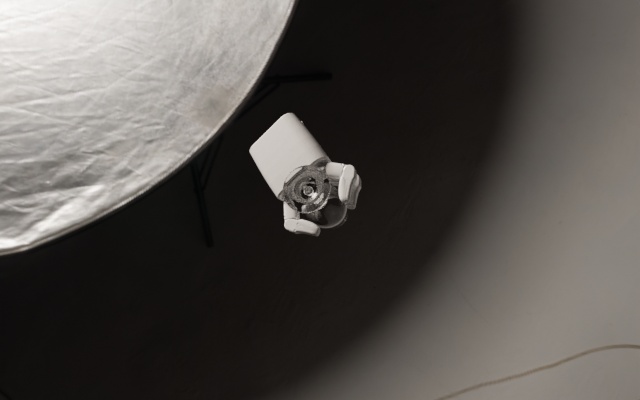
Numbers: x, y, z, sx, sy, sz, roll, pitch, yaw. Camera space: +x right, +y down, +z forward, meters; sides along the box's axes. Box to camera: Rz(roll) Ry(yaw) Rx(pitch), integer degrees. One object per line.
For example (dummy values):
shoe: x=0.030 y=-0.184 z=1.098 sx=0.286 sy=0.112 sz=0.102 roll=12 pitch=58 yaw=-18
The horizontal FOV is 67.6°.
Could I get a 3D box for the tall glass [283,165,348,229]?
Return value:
tall glass: x=0.000 y=0.003 z=0.807 sx=0.079 sy=0.079 sz=0.201 roll=0 pitch=-12 yaw=13
